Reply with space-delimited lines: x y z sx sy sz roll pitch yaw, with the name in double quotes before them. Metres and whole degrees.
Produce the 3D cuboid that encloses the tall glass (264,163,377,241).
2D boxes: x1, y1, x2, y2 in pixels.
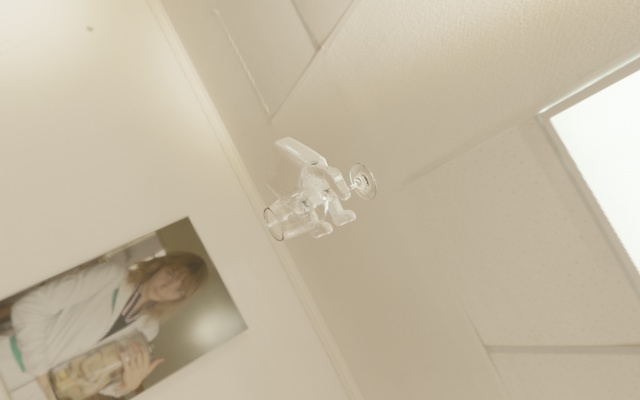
"tall glass" 0.001 0.003 0.846 0.201 0.079 0.079 -26 12 -28
